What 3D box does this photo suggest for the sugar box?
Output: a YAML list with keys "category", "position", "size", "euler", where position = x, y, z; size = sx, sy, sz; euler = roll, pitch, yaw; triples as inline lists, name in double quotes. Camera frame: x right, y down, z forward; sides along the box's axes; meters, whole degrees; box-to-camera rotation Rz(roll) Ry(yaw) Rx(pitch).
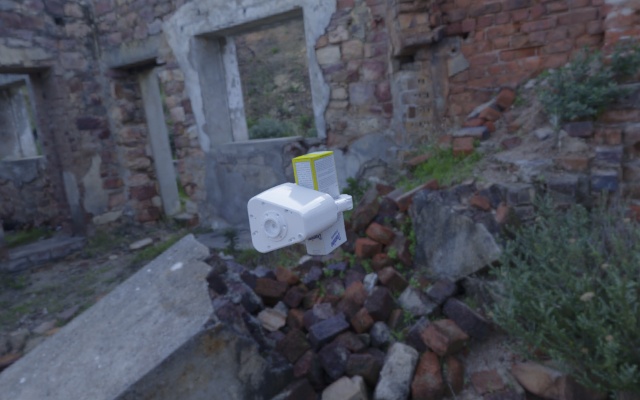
- category: "sugar box"
  position: [0.000, 0.003, 0.868]
  size: [0.048, 0.176, 0.093]
  euler: [0, 12, 28]
